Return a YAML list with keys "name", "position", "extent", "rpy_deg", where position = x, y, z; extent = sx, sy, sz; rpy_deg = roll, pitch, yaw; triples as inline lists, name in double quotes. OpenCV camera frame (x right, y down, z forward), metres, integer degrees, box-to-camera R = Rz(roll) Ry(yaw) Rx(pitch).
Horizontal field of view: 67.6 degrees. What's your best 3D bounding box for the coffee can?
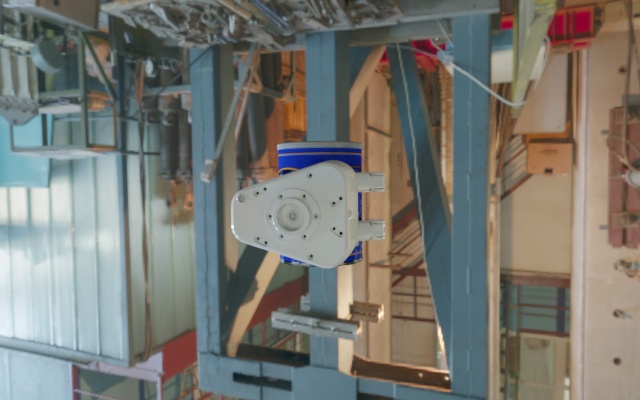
- name: "coffee can"
  position: [0.000, 0.002, 0.577]
  extent: [0.103, 0.140, 0.103]
  rpy_deg: [-1, 3, 0]
